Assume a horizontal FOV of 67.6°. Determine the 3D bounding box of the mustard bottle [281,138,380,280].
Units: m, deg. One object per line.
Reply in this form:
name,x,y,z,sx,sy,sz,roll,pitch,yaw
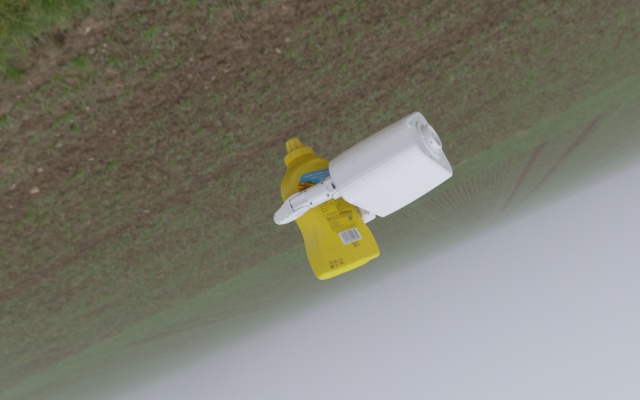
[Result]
mustard bottle,0.000,0.002,0.632,0.096,0.191,0.058,-15,-16,-38
